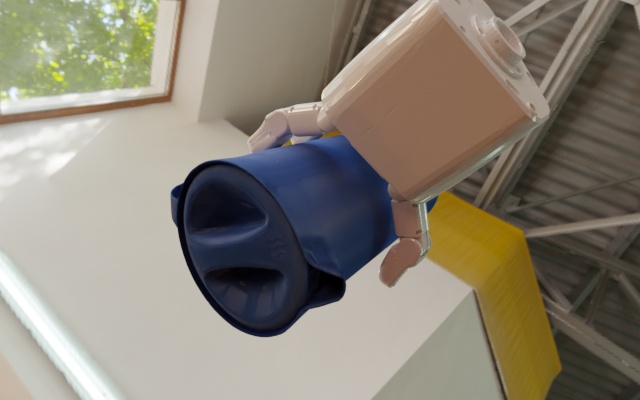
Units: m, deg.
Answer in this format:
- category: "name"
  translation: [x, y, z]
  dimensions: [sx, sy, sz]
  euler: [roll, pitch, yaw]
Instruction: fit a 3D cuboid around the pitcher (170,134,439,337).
- category: "pitcher"
  translation: [0.000, 0.001, 0.428]
  dimensions: [0.243, 0.149, 0.145]
  euler: [-24, -9, -48]
